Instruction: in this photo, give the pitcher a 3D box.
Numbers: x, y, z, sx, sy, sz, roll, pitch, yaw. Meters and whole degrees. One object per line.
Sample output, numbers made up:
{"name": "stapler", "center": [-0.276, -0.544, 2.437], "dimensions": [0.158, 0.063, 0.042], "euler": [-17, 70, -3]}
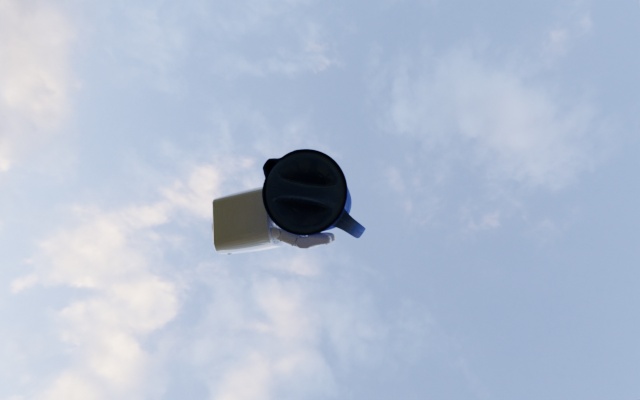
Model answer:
{"name": "pitcher", "center": [0.000, 0.003, 0.837], "dimensions": [0.145, 0.149, 0.243], "euler": [-11, -6, 8]}
